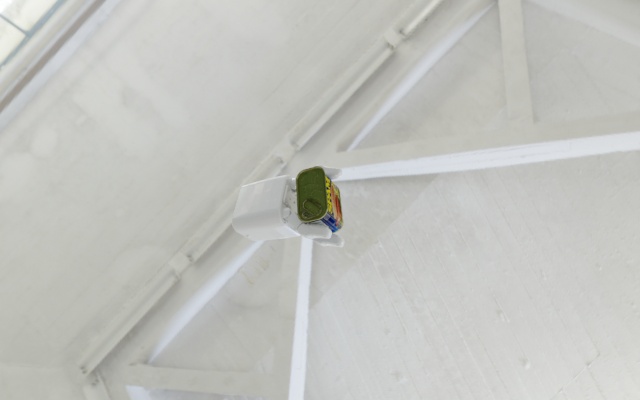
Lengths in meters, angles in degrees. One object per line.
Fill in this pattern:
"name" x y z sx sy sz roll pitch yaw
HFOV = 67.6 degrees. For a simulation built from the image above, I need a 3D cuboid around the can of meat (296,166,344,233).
"can of meat" 0.000 0.003 0.863 0.057 0.102 0.084 -14 -26 20
